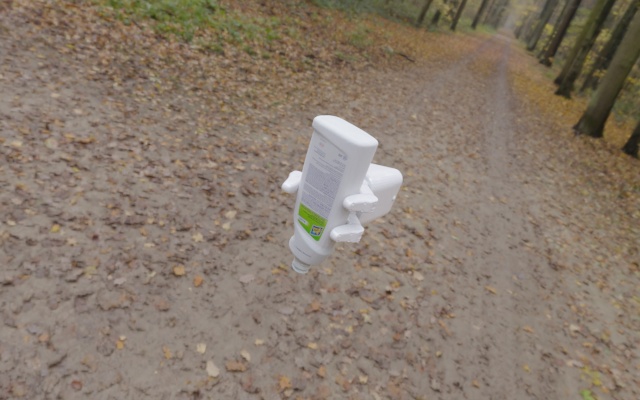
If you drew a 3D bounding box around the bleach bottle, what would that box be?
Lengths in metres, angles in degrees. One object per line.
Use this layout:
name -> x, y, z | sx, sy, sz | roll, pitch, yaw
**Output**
bleach bottle -> 0.000, 0.002, 0.748 | 0.102, 0.251, 0.068 | 36, 29, 29
